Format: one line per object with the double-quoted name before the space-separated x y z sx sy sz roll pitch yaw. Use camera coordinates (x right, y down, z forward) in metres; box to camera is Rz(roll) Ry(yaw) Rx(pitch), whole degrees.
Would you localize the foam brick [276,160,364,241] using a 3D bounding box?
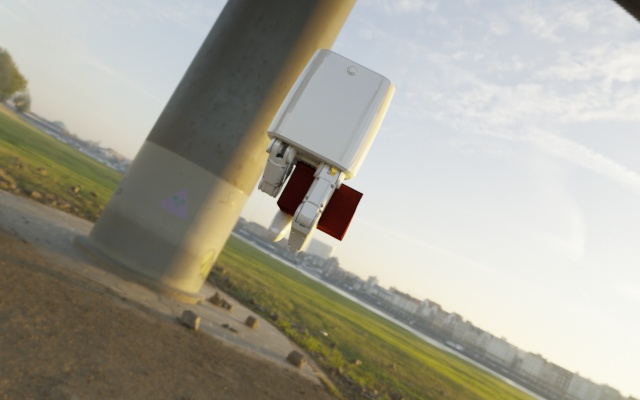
"foam brick" 0.000 0.002 0.505 0.078 0.051 0.053 27 -8 4
